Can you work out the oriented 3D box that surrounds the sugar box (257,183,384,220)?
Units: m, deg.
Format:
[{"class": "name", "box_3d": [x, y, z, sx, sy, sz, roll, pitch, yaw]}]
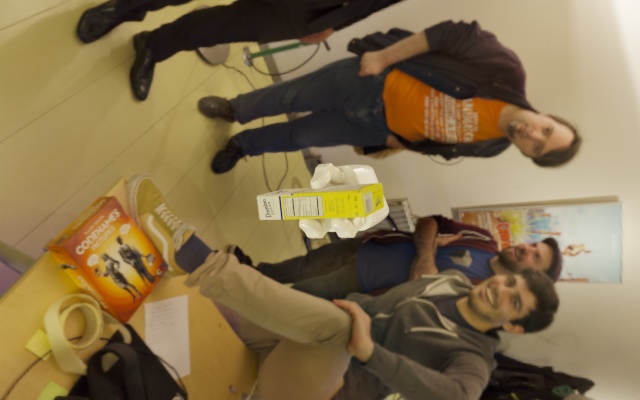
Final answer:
[{"class": "sugar box", "box_3d": [0.000, 0.003, 0.741, 0.176, 0.048, 0.093, -5, 6, 27]}]
